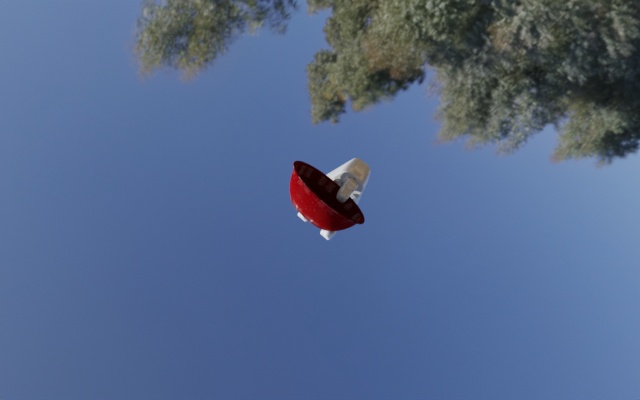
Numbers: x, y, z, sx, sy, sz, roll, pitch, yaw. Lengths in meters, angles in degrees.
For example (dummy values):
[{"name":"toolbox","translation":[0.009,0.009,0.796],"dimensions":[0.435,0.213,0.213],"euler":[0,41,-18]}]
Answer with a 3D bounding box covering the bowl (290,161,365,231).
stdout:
[{"name":"bowl","translation":[-0.001,0.003,0.839],"dimensions":[0.162,0.055,0.162],"euler":[38,15,-12]}]
